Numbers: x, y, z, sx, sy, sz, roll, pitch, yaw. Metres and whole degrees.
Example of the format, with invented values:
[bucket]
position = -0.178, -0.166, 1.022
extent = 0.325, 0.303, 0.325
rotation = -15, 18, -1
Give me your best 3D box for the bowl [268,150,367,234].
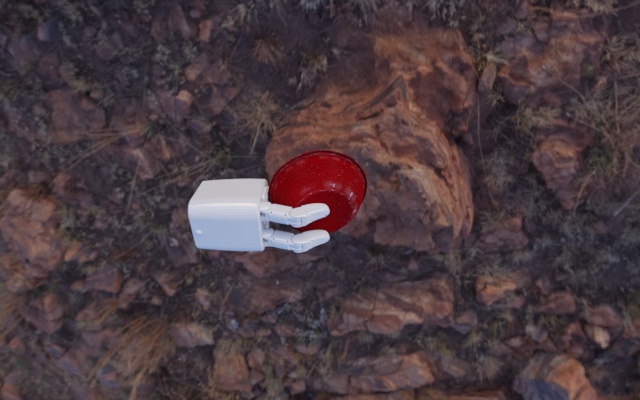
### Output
[bowl]
position = 0.001, 0.002, 0.745
extent = 0.162, 0.162, 0.055
rotation = 0, 40, -12
